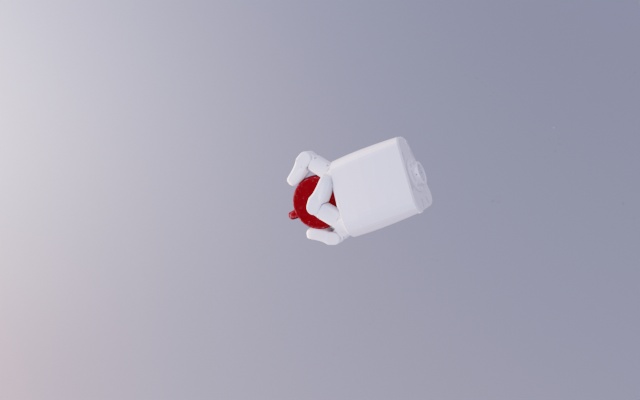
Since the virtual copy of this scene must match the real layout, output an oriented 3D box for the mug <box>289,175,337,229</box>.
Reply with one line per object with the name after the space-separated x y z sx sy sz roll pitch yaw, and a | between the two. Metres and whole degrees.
-0.001 0.003 0.744 0.117 0.093 0.081 -22 -2 27 | mug
